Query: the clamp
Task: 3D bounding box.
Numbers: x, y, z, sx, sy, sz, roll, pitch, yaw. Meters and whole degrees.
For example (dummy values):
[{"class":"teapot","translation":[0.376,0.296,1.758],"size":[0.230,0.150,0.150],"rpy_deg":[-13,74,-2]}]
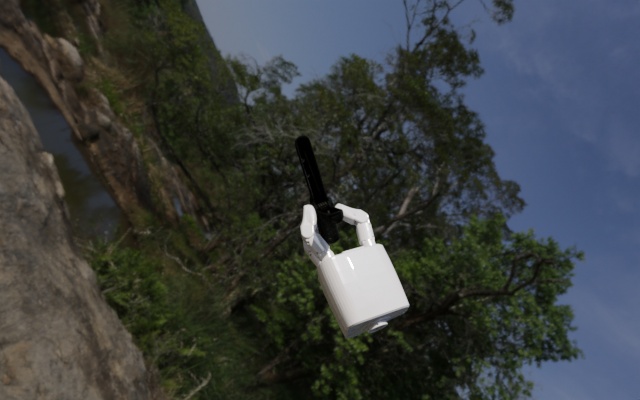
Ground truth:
[{"class":"clamp","translation":[0.001,0.003,0.788],"size":[0.036,0.164,0.210],"rpy_deg":[-19,-26,-6]}]
